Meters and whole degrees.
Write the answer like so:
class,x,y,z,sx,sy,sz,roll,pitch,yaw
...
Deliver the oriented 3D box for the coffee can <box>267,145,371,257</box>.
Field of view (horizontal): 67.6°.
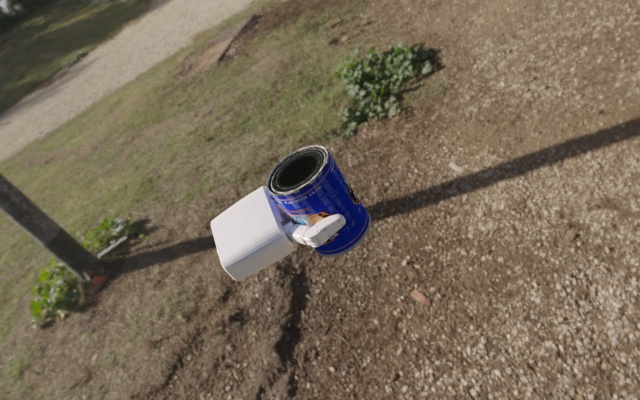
class,x,y,z,sx,sy,sz,roll,pitch,yaw
coffee can,0.000,0.002,0.716,0.103,0.102,0.140,0,-43,41
